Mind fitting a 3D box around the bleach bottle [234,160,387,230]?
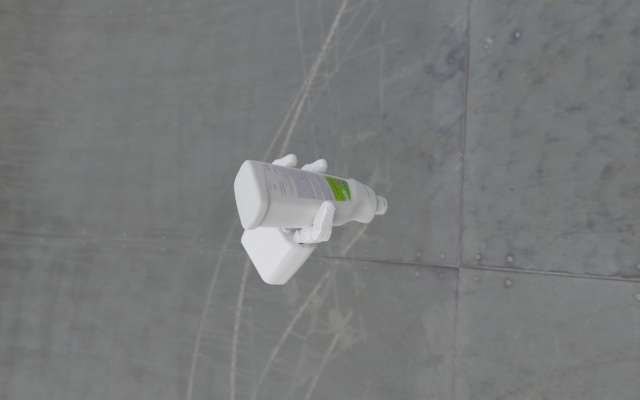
[{"bbox_3d":[0.000,0.002,0.730,0.251,0.102,0.068,7,-45,-32],"label":"bleach bottle"}]
